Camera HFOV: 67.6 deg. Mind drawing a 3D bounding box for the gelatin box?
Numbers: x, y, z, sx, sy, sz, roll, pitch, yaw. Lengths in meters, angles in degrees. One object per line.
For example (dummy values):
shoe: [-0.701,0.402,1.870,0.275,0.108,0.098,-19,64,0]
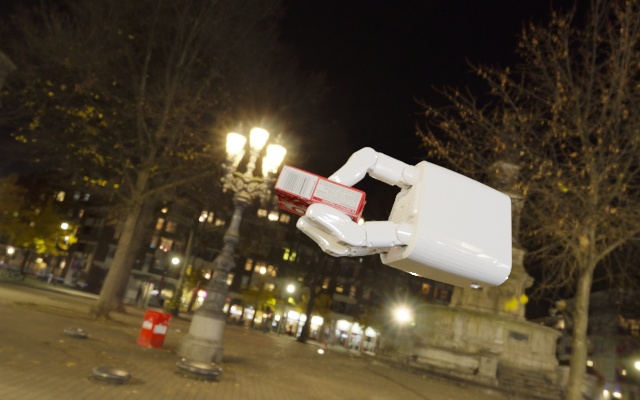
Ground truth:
gelatin box: [0.000,0.001,0.497,0.089,0.030,0.073,20,-16,6]
